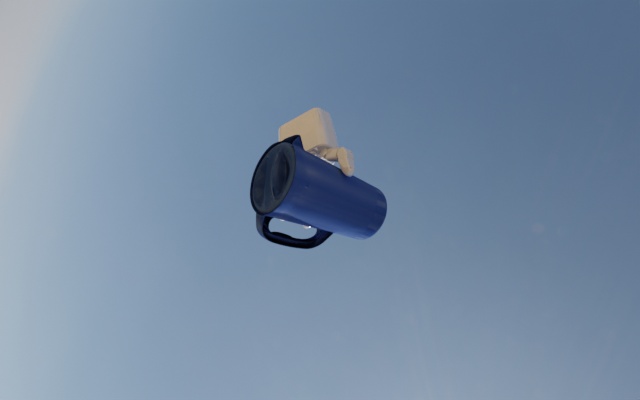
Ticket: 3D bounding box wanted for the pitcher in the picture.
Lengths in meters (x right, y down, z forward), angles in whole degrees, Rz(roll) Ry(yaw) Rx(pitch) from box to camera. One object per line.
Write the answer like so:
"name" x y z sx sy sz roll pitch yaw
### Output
"pitcher" 0.000 0.003 0.868 0.243 0.145 0.149 21 -46 -36
